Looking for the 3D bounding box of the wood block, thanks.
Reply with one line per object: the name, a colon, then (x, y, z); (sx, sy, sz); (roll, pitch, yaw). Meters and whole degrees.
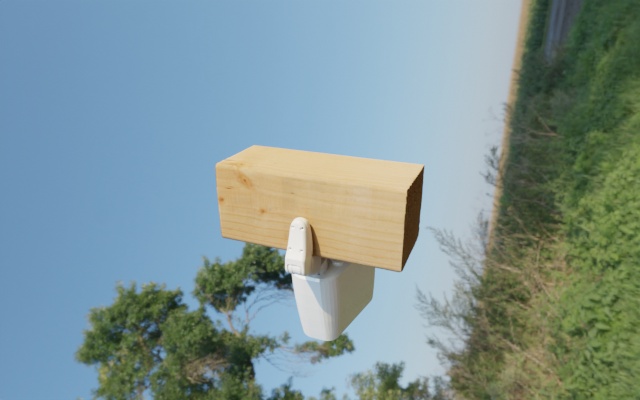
wood block: (0.000, 0.002, 0.523); (0.206, 0.090, 0.090); (8, 24, 20)
